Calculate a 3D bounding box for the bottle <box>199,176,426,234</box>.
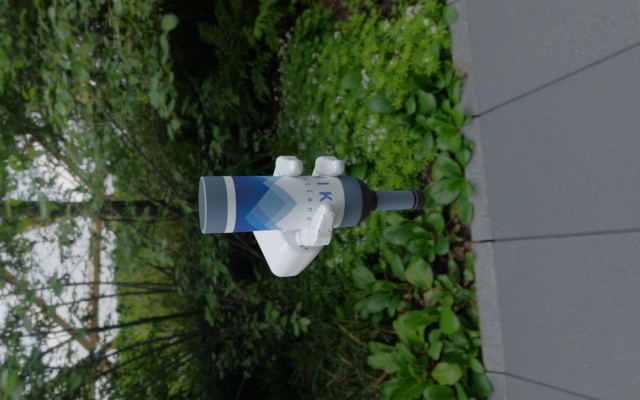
[{"bbox_3d":[0.000,0.002,0.606,0.296,0.069,0.069,-1,0,-21],"label":"bottle"}]
